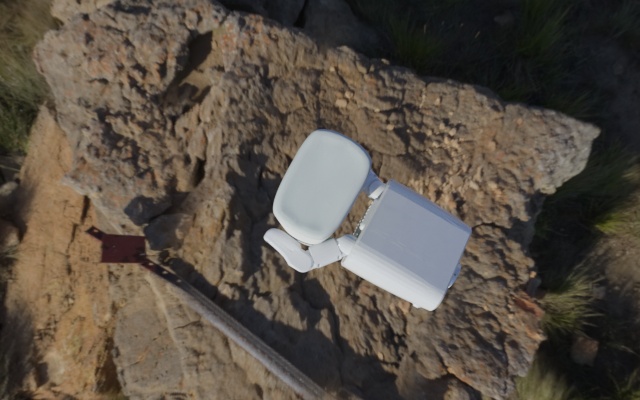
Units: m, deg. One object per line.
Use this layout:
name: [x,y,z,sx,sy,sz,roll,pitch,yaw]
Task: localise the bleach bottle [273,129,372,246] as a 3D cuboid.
bleach bottle: [0.000,0.002,0.547,0.068,0.102,0.251,29,-6,3]
